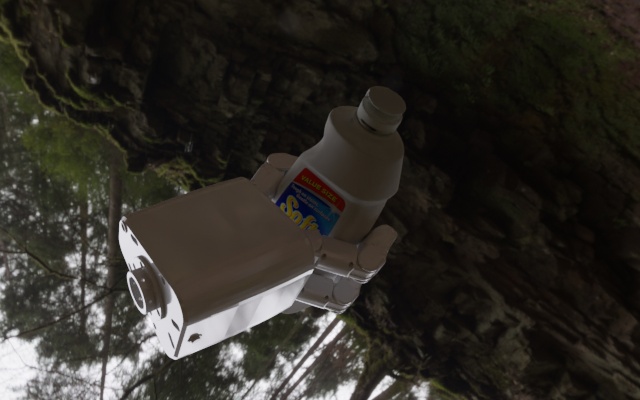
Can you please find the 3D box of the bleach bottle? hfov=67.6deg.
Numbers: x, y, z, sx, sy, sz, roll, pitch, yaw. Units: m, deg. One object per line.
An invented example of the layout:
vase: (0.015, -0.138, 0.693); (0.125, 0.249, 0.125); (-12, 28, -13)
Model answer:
bleach bottle: (0.000, 0.001, 0.418); (0.068, 0.102, 0.251); (-19, -28, -35)
